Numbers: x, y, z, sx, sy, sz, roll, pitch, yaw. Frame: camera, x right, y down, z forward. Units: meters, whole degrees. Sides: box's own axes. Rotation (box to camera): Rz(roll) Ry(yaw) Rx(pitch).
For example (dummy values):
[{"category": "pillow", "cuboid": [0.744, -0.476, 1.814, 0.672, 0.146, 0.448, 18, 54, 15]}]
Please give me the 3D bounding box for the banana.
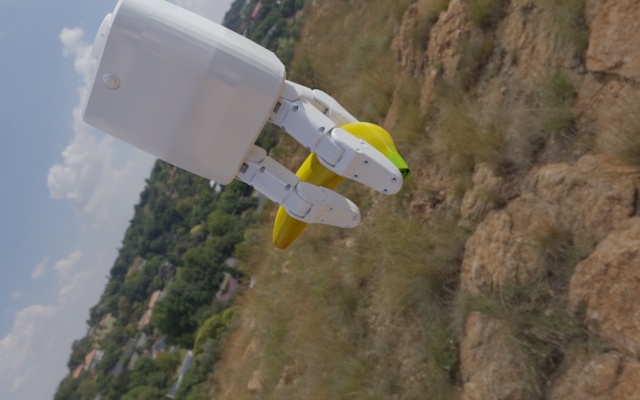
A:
[{"category": "banana", "cuboid": [0.004, -0.016, 0.415, 0.037, 0.069, 0.198, 21, -30, -22]}]
